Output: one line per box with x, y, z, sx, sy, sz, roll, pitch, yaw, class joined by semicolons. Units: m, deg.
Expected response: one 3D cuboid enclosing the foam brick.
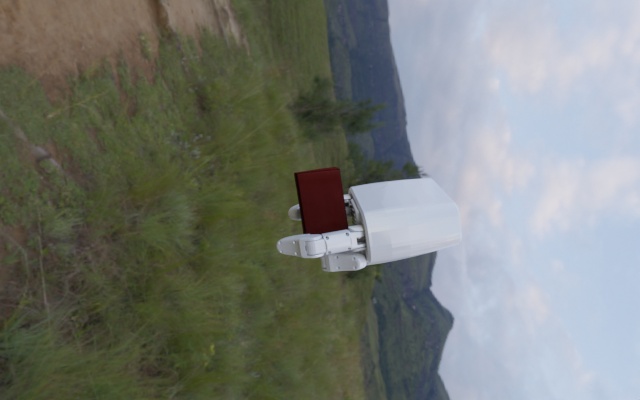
0.000;0.002;0.555;0.051;0.078;0.053;-9;7;-3;foam brick
